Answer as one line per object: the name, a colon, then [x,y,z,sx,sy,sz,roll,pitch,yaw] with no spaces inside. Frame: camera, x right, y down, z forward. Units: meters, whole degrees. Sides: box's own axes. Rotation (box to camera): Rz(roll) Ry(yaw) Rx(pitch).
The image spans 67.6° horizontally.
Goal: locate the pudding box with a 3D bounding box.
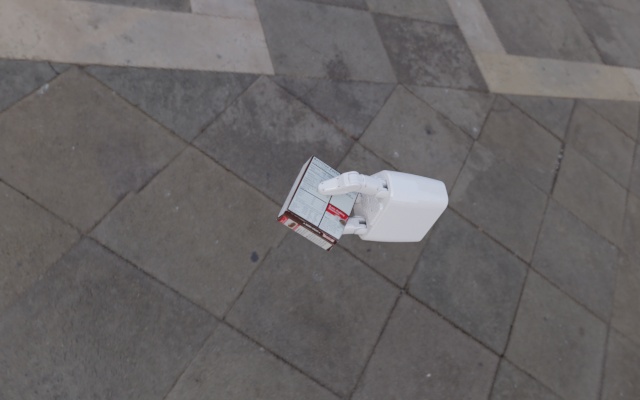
pudding box: [0.000,0.002,0.689,0.090,0.113,0.039,32,-38,-10]
